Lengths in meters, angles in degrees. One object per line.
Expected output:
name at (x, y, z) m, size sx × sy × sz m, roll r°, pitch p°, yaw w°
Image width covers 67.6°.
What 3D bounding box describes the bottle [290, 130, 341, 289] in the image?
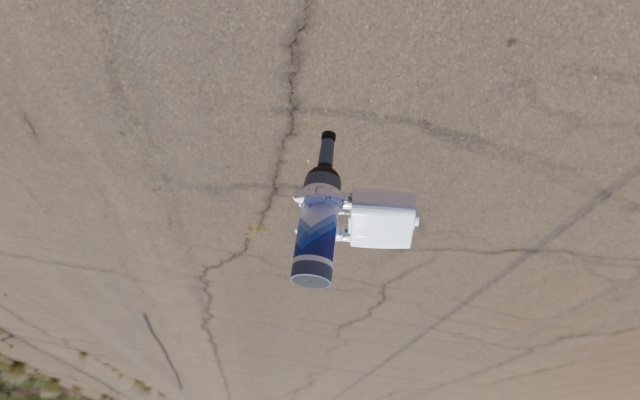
bottle at (0.000, 0.003, 0.834) m, size 0.069 × 0.295 × 0.069 m, roll 5°, pitch -29°, yaw 3°
